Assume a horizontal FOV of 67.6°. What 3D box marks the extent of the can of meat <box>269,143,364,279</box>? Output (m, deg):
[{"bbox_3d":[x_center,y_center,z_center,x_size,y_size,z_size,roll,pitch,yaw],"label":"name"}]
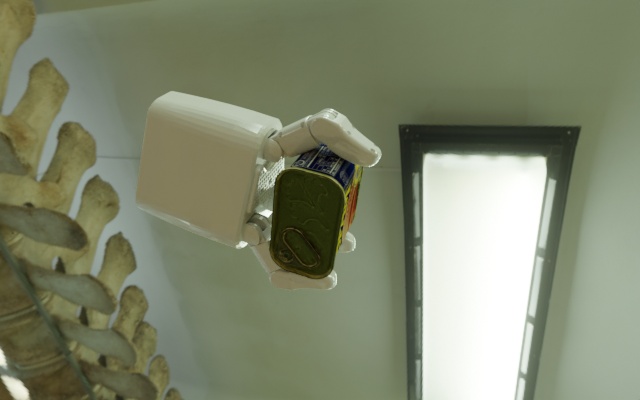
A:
[{"bbox_3d":[0.000,0.001,0.413,0.057,0.102,0.084,16,34,11],"label":"can of meat"}]
